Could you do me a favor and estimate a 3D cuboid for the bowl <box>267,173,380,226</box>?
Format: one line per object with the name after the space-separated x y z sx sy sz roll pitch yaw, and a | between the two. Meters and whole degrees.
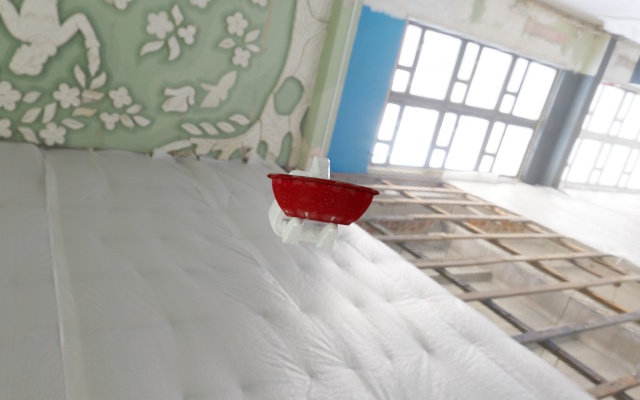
0.000 0.003 0.676 0.162 0.055 0.162 9 -3 0 | bowl
